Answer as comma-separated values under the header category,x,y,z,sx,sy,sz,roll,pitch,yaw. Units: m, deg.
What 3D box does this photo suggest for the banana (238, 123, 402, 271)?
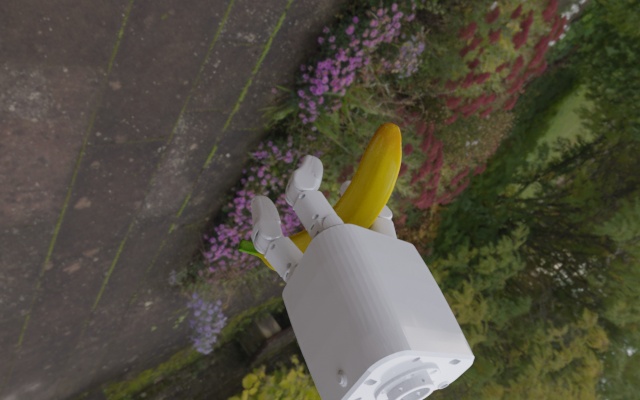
category,x,y,z,sx,sy,sz,roll,pitch,yaw
banana,0.011,0.014,0.435,0.198,0.070,0.037,-39,26,23
